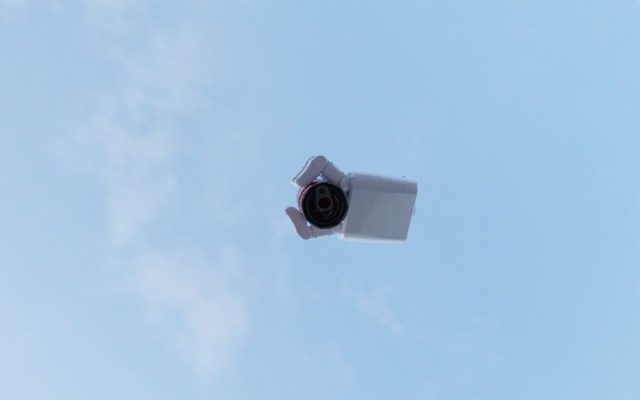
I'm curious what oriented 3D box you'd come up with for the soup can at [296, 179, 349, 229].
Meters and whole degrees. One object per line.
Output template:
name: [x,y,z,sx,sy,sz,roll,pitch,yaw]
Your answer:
soup can: [0.000,0.002,0.725,0.068,0.068,0.102,0,6,-8]
